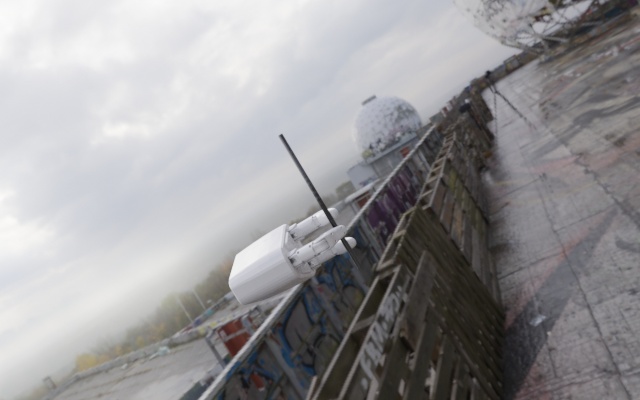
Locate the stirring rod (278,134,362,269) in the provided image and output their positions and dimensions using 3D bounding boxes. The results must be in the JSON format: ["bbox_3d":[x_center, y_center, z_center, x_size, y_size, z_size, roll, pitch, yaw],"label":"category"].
[{"bbox_3d":[0.000,0.003,0.738,0.011,0.239,0.011,-31,4,2],"label":"stirring rod"}]
